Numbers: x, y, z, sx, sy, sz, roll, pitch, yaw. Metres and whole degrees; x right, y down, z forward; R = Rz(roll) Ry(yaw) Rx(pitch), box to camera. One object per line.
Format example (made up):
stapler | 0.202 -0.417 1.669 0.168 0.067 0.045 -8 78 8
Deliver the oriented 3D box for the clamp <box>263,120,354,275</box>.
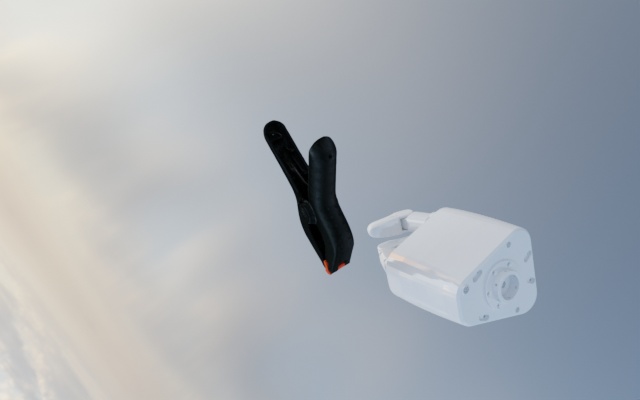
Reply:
clamp | 0.000 0.002 0.472 0.039 0.171 0.120 -29 19 -14
